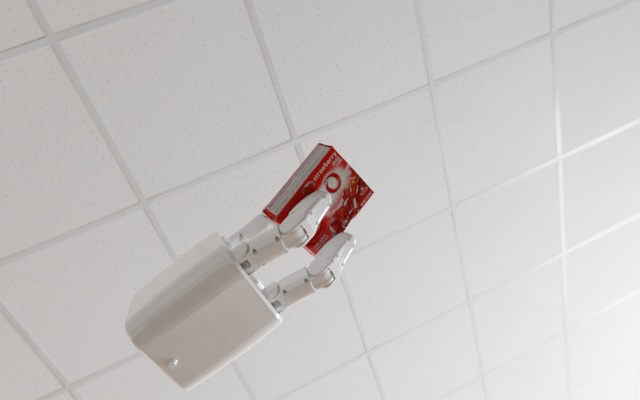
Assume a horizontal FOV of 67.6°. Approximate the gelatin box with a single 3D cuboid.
[{"bbox_3d":[0.000,0.001,0.463,0.073,0.089,0.030,44,-10,-34],"label":"gelatin box"}]
